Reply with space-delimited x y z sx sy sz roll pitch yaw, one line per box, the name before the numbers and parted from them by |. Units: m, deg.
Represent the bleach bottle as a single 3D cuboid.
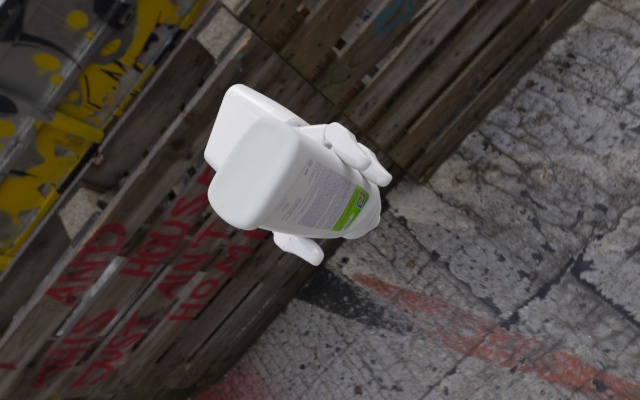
bleach bottle | 0.000 0.002 0.511 0.068 0.102 0.251 36 5 32
